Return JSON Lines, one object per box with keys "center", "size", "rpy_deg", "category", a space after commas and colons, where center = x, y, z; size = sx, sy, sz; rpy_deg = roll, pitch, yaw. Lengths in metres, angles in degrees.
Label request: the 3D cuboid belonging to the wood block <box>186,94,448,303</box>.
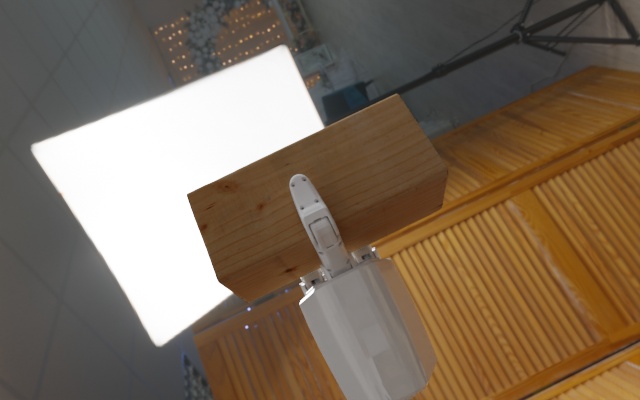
{"center": [0.000, 0.002, 0.437], "size": [0.206, 0.090, 0.091], "rpy_deg": [-26, -25, -2], "category": "wood block"}
